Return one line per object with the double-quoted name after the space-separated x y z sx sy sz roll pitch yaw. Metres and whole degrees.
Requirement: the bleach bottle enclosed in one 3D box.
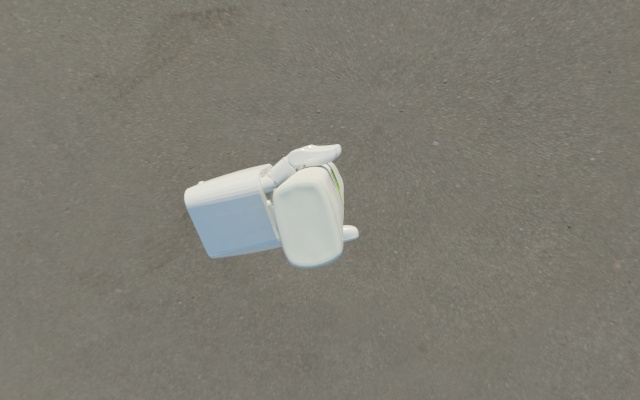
0.000 0.002 0.634 0.068 0.102 0.250 -13 8 10 "bleach bottle"
